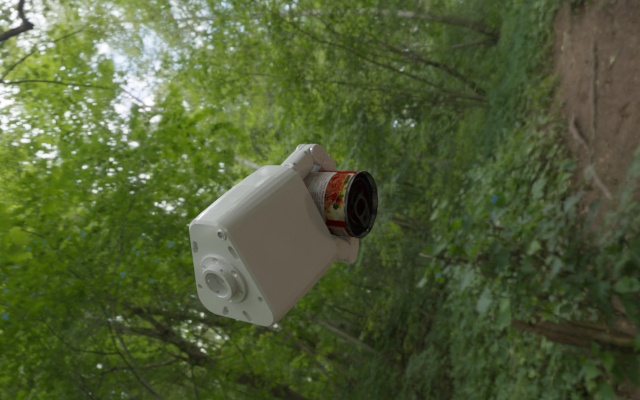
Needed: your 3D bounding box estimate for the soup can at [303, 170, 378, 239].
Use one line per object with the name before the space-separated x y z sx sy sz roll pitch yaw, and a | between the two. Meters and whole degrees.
soup can | 0.000 0.001 0.503 0.102 0.068 0.068 4 2 32
